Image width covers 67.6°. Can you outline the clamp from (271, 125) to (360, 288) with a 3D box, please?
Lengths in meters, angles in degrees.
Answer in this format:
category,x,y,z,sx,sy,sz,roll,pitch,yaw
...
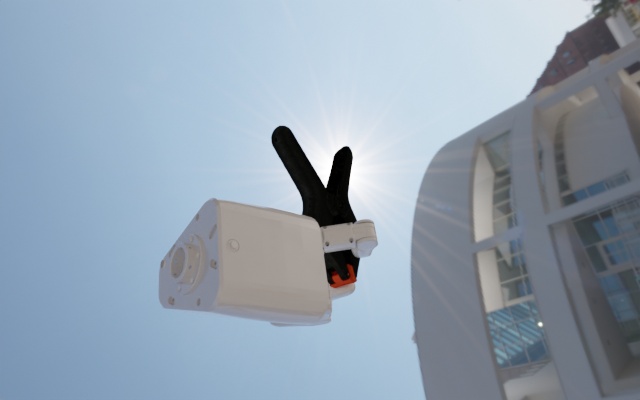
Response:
category,x,y,z,sx,sy,sz,roll,pitch,yaw
clamp,0.000,0.002,0.495,0.120,0.171,0.039,16,-34,-39
